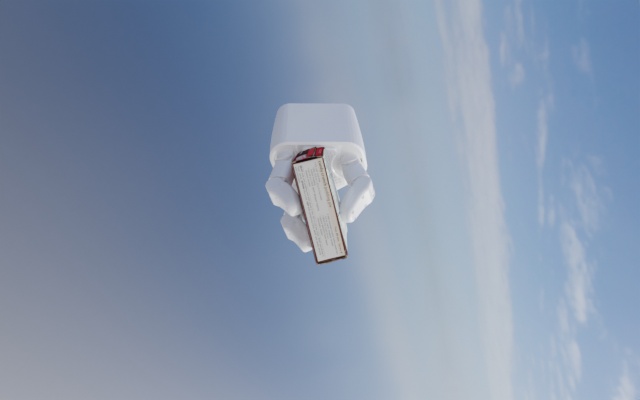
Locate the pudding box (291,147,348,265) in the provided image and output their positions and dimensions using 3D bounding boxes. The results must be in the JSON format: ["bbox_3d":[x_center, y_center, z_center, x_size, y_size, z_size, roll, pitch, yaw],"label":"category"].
[{"bbox_3d":[0.000,0.002,0.522,0.039,0.113,0.090,-15,11,6],"label":"pudding box"}]
